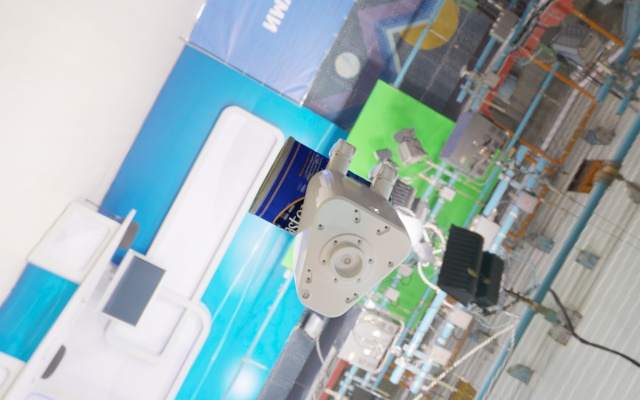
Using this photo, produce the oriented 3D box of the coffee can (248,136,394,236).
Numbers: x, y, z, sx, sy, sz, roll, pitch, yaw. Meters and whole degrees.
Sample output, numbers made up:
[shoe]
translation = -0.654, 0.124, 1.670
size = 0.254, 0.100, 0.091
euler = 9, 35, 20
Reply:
[coffee can]
translation = 0.000, 0.002, 0.569
size = 0.140, 0.103, 0.103
euler = 29, -5, -10
